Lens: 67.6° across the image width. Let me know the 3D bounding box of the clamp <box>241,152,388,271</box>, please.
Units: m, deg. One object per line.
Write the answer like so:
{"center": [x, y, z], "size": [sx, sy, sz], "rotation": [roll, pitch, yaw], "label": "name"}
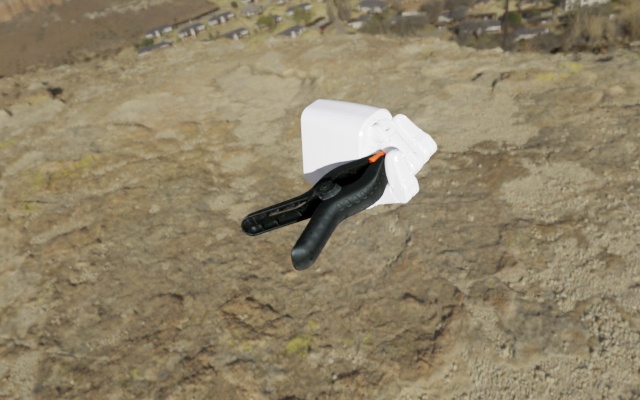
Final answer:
{"center": [0.000, 0.001, 0.499], "size": [0.120, 0.039, 0.171], "rotation": [20, 47, 43], "label": "clamp"}
